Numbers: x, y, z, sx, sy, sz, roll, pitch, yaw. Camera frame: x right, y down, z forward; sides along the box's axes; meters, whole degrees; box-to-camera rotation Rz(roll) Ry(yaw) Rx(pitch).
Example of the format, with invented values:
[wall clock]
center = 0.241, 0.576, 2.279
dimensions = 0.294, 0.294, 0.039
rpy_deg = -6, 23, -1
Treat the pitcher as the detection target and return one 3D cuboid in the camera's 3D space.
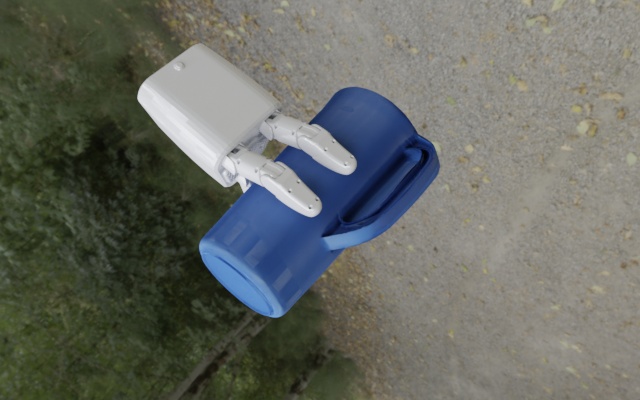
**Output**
[pitcher]
center = 0.000, 0.002, 0.500
dimensions = 0.145, 0.242, 0.149
rpy_deg = 41, -26, 3
